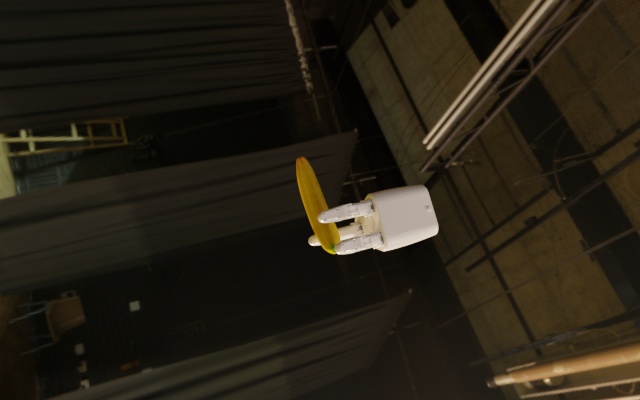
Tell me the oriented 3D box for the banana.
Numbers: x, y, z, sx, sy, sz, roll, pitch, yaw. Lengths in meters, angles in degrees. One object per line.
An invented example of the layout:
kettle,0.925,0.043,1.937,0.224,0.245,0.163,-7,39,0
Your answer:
banana,-0.001,0.016,0.813,0.037,0.197,0.070,-13,-32,-17
